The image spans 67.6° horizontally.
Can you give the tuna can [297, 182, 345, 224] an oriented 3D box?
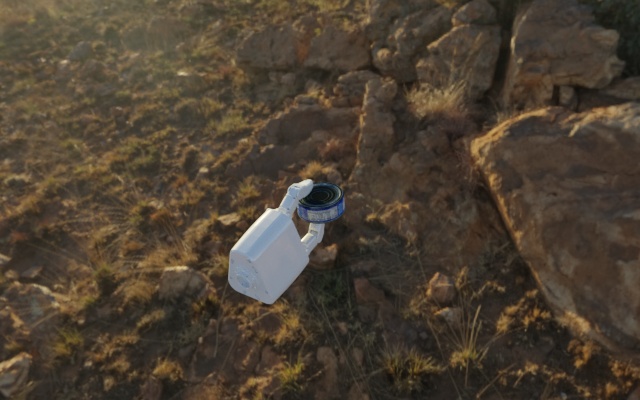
[{"bbox_3d":[0.000,0.002,0.843,0.086,0.034,0.086,-5,34,3],"label":"tuna can"}]
